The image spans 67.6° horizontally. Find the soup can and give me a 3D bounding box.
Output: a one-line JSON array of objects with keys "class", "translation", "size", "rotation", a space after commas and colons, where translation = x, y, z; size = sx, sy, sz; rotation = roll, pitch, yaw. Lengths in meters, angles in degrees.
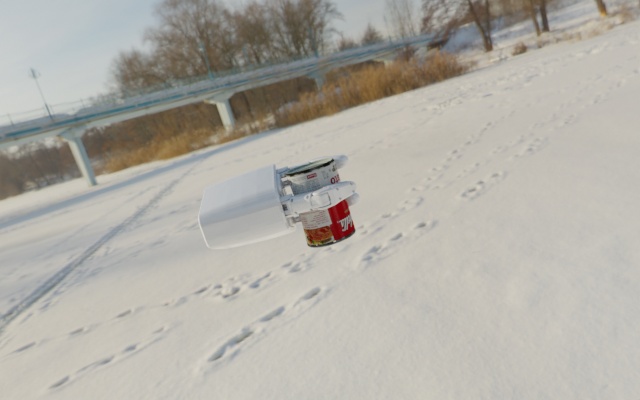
[{"class": "soup can", "translation": [0.000, 0.002, 0.628], "size": [0.068, 0.102, 0.068], "rotation": [-17, 11, 3]}]
